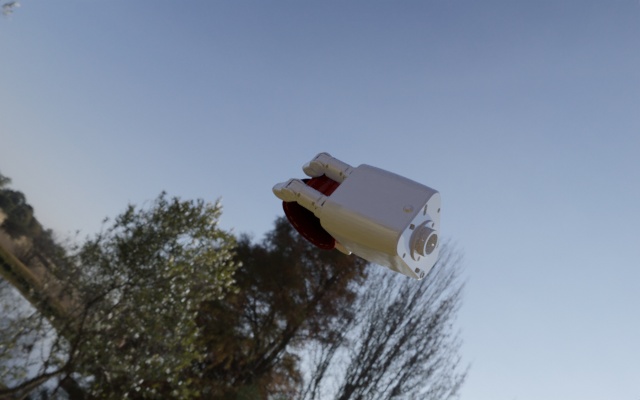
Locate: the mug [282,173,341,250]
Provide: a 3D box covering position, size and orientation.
[{"bbox_3d":[-0.001,0.002,0.657,0.117,0.093,0.081,24,58,37],"label":"mug"}]
